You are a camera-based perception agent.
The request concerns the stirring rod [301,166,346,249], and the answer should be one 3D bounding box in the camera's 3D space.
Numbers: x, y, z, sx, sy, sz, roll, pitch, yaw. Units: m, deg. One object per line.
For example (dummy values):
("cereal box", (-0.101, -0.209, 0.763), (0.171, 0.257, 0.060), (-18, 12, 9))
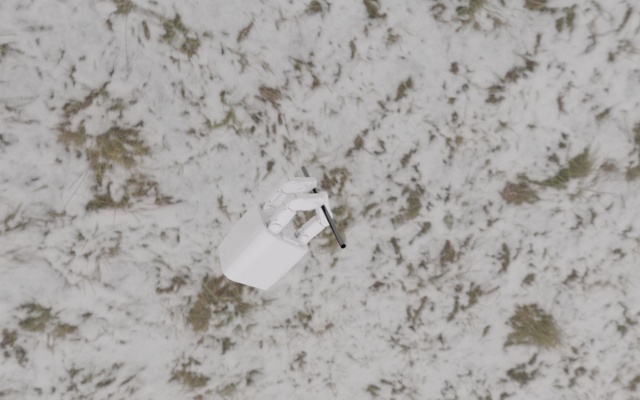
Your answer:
("stirring rod", (0.000, 0.002, 0.751), (0.011, 0.011, 0.239), (0, 30, -17))
